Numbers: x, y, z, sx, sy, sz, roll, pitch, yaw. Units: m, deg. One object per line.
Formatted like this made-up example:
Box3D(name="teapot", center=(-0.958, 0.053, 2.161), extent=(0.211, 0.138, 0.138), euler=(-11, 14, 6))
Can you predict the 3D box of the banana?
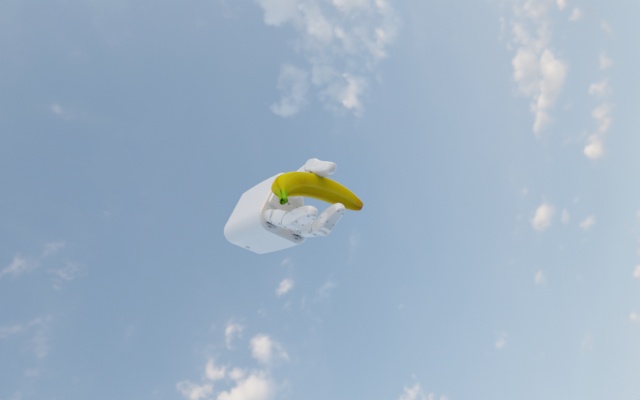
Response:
Box3D(name="banana", center=(-0.011, -0.013, 0.725), extent=(0.198, 0.069, 0.037), euler=(3, -40, -50))
